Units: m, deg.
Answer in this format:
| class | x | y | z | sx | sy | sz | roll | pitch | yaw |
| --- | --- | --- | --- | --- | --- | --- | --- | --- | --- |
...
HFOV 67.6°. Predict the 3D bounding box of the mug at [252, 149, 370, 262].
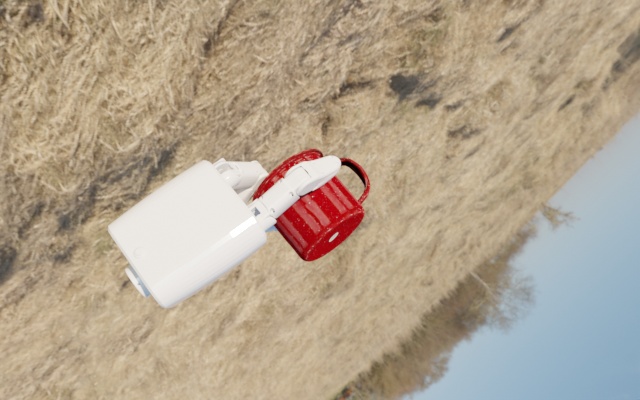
| class | x | y | z | sx | sy | sz | roll | pitch | yaw |
| --- | --- | --- | --- | --- | --- | --- | --- | --- | --- |
| mug | 0.001 | 0.001 | 0.494 | 0.117 | 0.081 | 0.093 | -35 | -18 | -17 |
